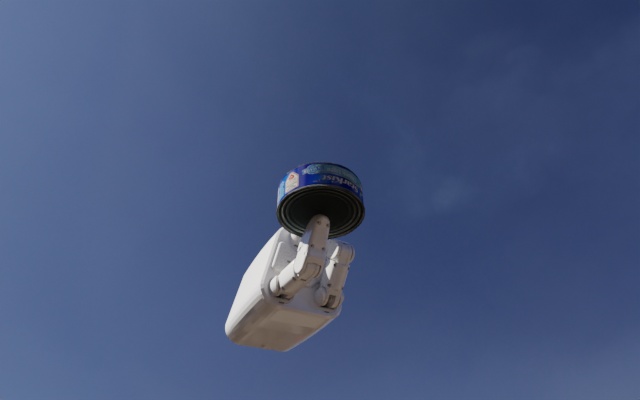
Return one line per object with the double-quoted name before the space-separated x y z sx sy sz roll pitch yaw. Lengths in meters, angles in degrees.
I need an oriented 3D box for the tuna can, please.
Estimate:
"tuna can" 0.000 0.001 0.471 0.086 0.033 0.086 -1 -39 -1
